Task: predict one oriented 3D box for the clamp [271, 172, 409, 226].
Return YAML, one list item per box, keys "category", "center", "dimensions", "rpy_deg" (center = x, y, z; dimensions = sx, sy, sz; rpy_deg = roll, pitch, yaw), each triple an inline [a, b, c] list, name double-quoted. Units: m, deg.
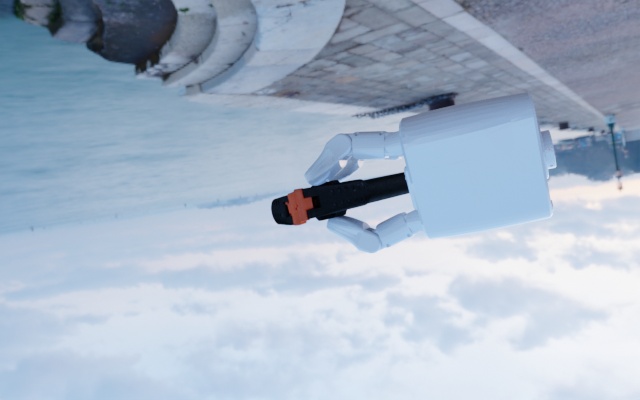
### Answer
- category: "clamp"
  center: [0.000, 0.002, 0.481]
  dimensions: [0.164, 0.036, 0.210]
  rpy_deg: [-14, 0, 22]
